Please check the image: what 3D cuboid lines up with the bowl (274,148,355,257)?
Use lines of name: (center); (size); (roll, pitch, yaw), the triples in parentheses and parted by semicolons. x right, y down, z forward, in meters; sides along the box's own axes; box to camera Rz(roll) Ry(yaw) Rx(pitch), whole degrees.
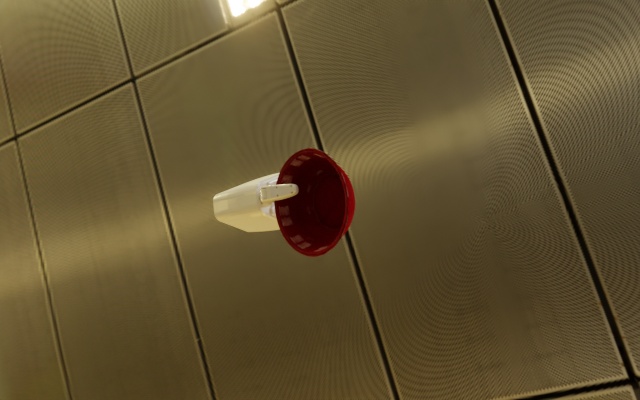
bowl: (0.001, 0.002, 0.728); (0.055, 0.162, 0.162); (-3, 2, -44)
